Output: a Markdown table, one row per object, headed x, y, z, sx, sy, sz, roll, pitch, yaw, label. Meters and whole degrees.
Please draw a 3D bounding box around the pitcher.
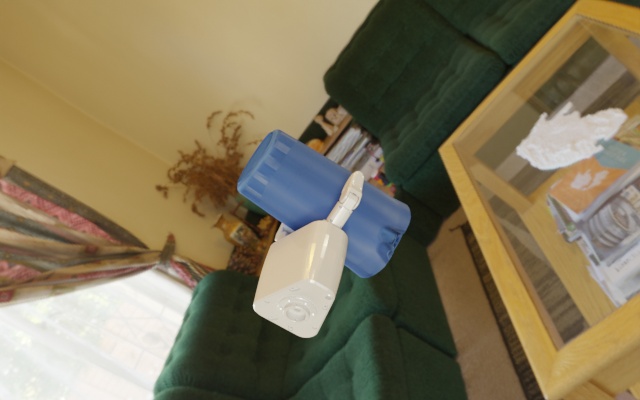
| x | y | z | sx | sy | sz | roll | pitch | yaw | label |
| --- | --- | --- | --- | --- | --- | --- | --- | --- | --- |
| 0.000 | 0.002 | 0.723 | 0.243 | 0.145 | 0.149 | 33 | -52 | -15 | pitcher |
